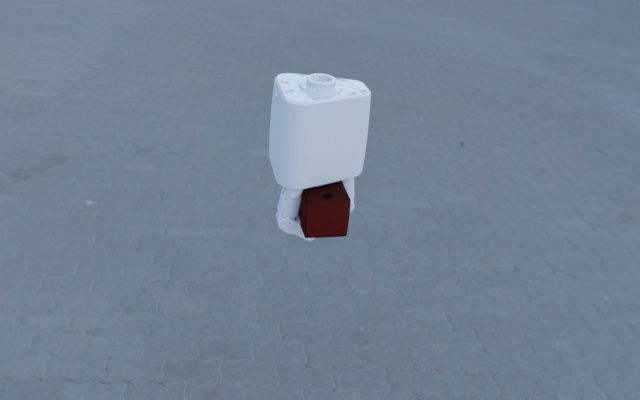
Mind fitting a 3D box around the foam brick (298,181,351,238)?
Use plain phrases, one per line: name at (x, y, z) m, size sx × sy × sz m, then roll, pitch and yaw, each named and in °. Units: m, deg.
foam brick at (0.000, 0.002, 0.580) m, size 0.053 × 0.051 × 0.078 m, roll -3°, pitch 35°, yaw -14°
